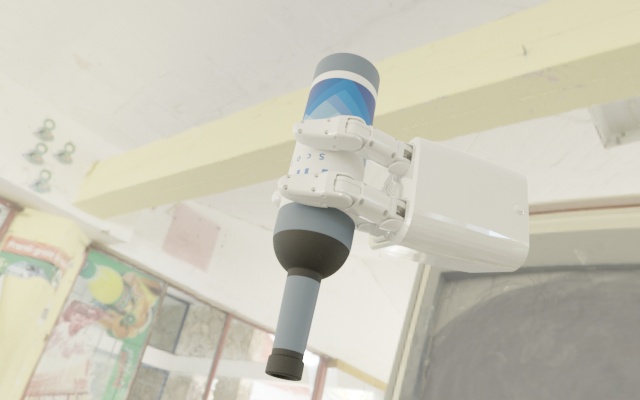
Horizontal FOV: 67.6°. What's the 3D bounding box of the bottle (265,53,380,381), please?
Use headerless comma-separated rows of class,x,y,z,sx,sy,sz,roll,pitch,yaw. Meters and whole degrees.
bottle,0.000,0.001,0.415,0.069,0.295,0.069,9,-28,5
